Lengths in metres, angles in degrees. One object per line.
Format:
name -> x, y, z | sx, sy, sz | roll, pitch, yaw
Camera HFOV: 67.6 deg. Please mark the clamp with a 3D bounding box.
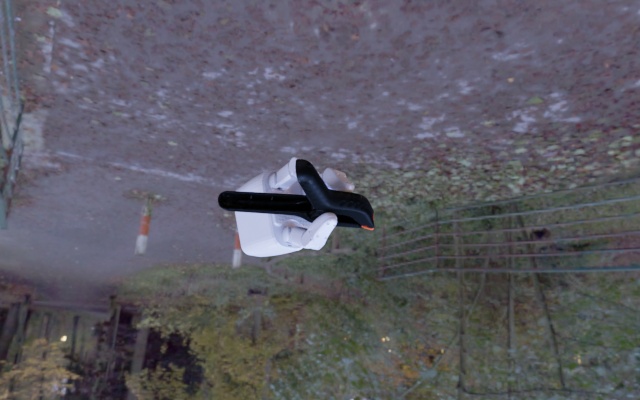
clamp -> 0.000, 0.003, 0.598 | 0.210, 0.036, 0.164 | 14, -21, -33
